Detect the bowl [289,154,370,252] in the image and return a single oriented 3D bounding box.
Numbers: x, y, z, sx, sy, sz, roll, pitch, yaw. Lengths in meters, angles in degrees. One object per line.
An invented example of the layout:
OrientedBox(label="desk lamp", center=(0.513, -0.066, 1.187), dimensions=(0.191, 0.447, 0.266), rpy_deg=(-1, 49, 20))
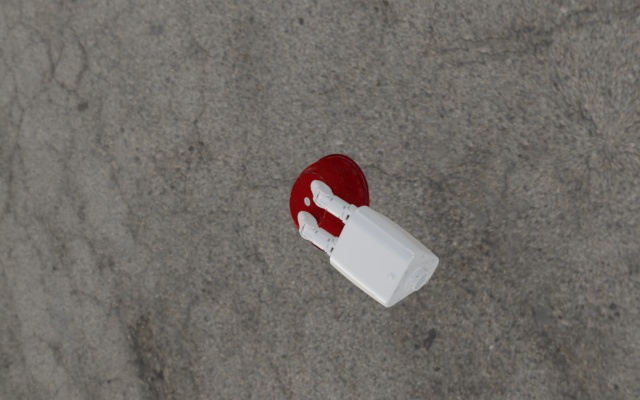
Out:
OrientedBox(label="bowl", center=(-0.001, 0.002, 0.759), dimensions=(0.055, 0.162, 0.162), rpy_deg=(5, -3, -43))
